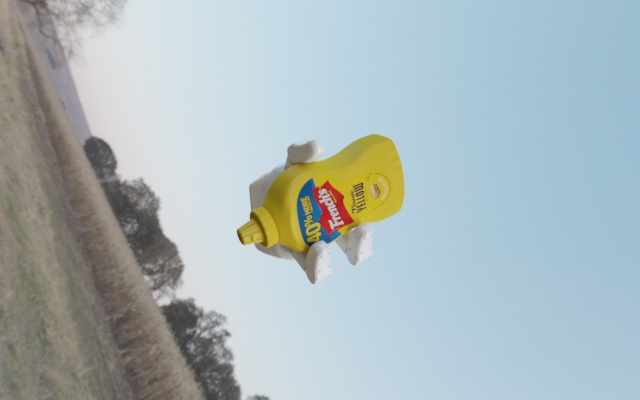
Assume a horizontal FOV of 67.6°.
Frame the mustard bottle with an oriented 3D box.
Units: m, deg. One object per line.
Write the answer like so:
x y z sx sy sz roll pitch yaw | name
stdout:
0.000 0.002 0.512 0.191 0.096 0.058 -23 30 -23 | mustard bottle
